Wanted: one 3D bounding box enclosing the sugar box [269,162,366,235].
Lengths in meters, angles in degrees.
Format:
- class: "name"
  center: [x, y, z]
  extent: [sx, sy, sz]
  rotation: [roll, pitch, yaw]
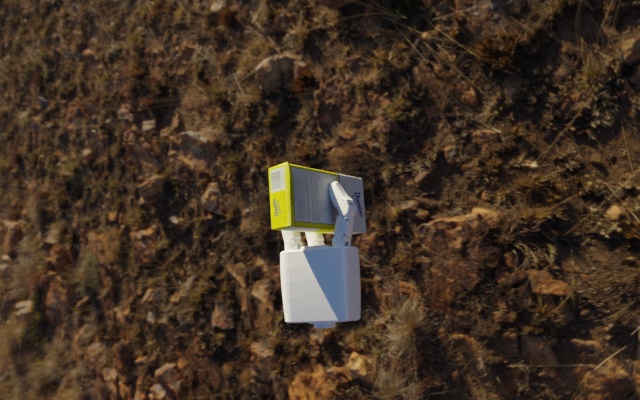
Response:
- class: "sugar box"
  center: [0.000, 0.003, 0.731]
  extent: [0.048, 0.093, 0.176]
  rotation: [-12, -14, 38]
